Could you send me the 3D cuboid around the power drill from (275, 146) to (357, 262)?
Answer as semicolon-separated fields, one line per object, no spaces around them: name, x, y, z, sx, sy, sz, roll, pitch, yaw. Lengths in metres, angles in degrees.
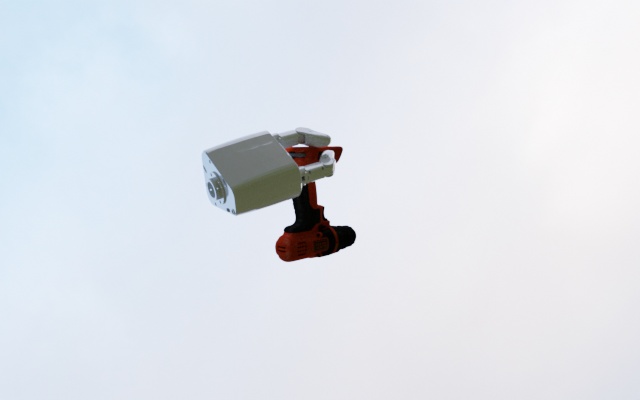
power drill;0.000;0.002;0.799;0.057;0.187;0.184;3;6;39
